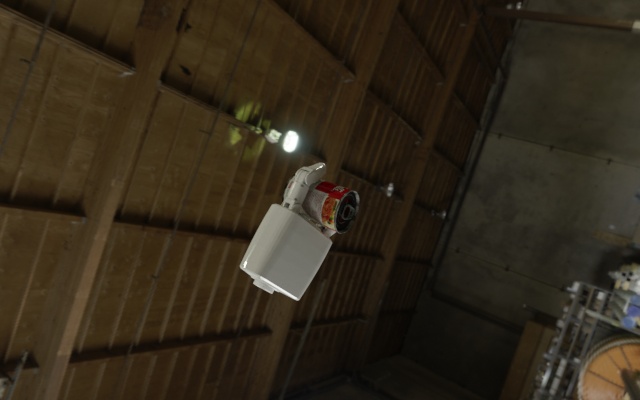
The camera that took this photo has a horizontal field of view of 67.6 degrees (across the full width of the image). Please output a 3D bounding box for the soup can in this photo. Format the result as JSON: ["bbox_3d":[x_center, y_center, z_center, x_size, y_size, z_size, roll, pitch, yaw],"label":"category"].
[{"bbox_3d":[0.000,0.002,0.737,0.102,0.068,0.068,20,10,30],"label":"soup can"}]
